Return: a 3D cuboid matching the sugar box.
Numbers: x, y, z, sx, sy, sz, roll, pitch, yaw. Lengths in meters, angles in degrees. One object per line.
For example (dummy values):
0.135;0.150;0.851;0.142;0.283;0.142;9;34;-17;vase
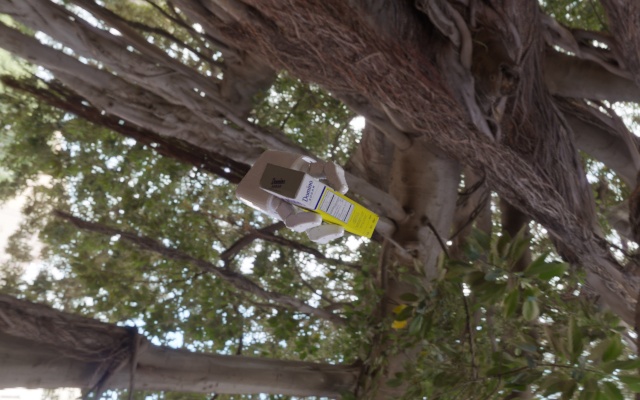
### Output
0.000;0.003;0.721;0.176;0.048;0.093;25;-5;-42;sugar box
